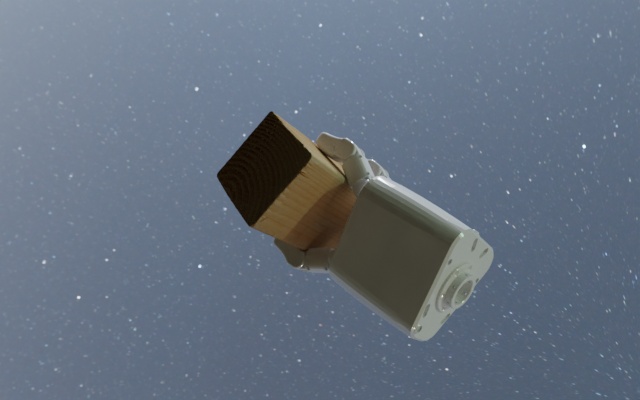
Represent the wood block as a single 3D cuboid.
[{"bbox_3d":[0.000,0.002,0.531,0.206,0.091,0.090,31,14,-49],"label":"wood block"}]
